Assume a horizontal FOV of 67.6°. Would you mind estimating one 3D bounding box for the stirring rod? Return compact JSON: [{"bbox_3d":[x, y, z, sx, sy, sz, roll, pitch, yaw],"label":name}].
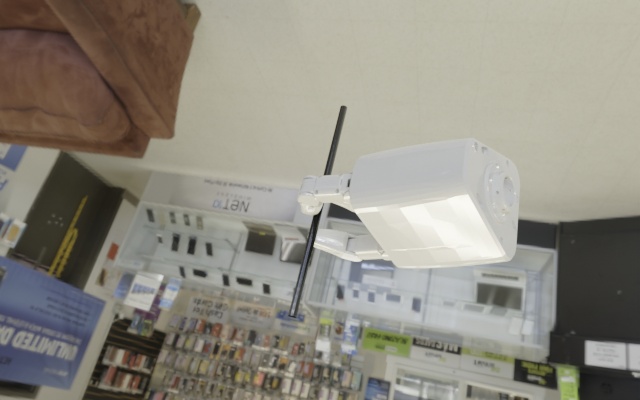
[{"bbox_3d":[0.000,0.001,0.494,0.011,0.239,0.011,12,-23,5],"label":"stirring rod"}]
